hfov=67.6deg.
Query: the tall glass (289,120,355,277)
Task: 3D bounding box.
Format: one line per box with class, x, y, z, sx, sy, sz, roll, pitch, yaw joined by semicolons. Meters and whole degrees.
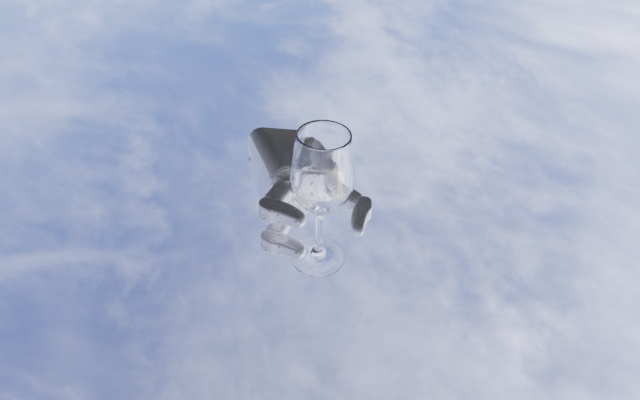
tall glass;0.000;0.003;0.589;0.079;0.201;0.079;2;42;-2
